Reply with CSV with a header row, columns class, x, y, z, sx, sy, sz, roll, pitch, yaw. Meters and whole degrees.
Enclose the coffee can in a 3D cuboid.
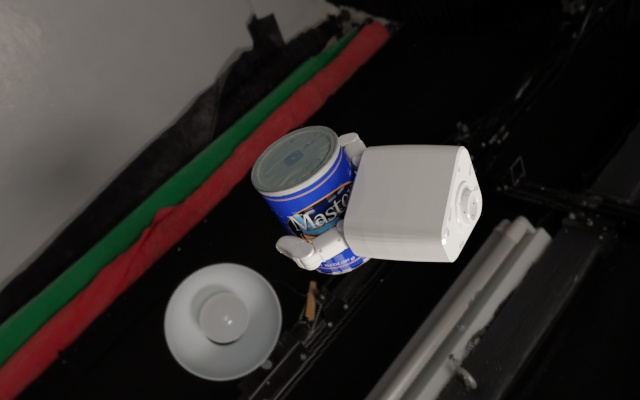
class,x,y,z,sx,sy,sz,roll,pitch,yaw
coffee can,0.000,0.002,0.543,0.103,0.102,0.140,0,-43,35
